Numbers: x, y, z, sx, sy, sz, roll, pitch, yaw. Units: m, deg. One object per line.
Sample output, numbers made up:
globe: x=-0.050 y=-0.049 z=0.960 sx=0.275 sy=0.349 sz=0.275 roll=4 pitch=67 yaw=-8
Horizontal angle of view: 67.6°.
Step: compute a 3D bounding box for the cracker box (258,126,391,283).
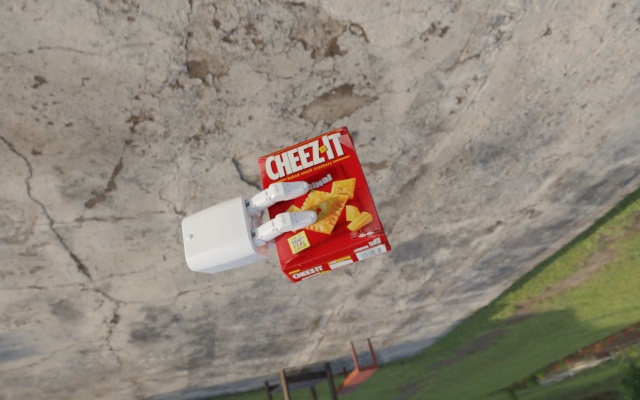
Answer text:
cracker box: x=0.000 y=0.003 z=0.764 sx=0.164 sy=0.213 sz=0.072 roll=-19 pitch=-30 yaw=5
